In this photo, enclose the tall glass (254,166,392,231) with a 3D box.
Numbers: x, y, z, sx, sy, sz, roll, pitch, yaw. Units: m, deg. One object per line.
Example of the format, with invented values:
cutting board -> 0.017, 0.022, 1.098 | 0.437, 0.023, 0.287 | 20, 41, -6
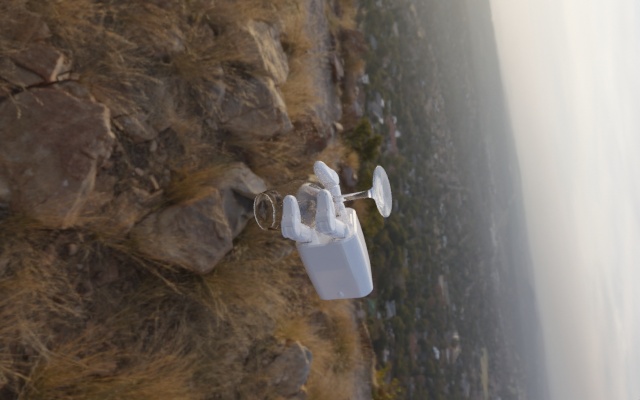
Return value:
tall glass -> 0.001, 0.002, 0.720 | 0.201, 0.079, 0.079 | -9, -4, 25
